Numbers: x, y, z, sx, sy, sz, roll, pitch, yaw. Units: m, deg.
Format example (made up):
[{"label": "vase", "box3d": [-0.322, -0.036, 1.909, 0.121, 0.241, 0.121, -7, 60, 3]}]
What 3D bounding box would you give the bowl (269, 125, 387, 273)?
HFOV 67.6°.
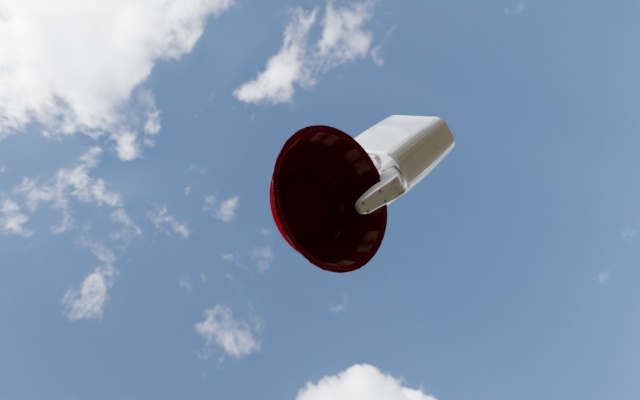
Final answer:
[{"label": "bowl", "box3d": [-0.001, 0.002, 0.528, 0.162, 0.162, 0.055, 0, -12, -41]}]
